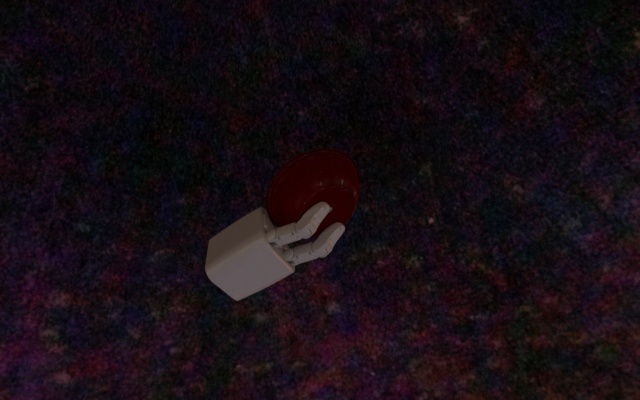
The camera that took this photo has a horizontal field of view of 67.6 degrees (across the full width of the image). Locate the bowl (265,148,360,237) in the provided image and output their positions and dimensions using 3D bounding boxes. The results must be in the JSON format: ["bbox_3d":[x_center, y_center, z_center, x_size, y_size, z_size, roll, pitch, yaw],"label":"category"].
[{"bbox_3d":[0.001,0.002,0.732,0.162,0.162,0.055,0,34,-29],"label":"bowl"}]
